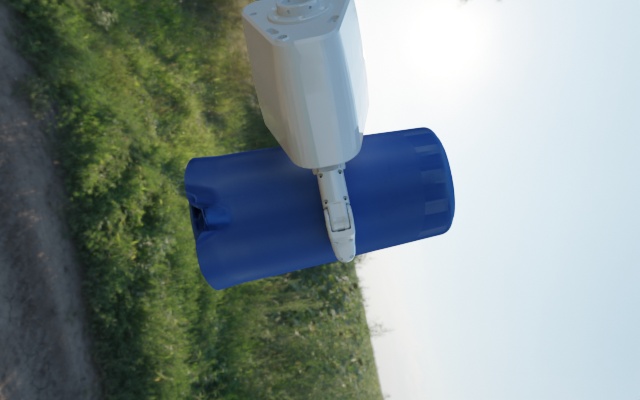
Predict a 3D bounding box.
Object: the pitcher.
[{"bbox_3d":[0.000,0.001,0.483,0.243,0.145,0.149,-11,40,1],"label":"pitcher"}]
